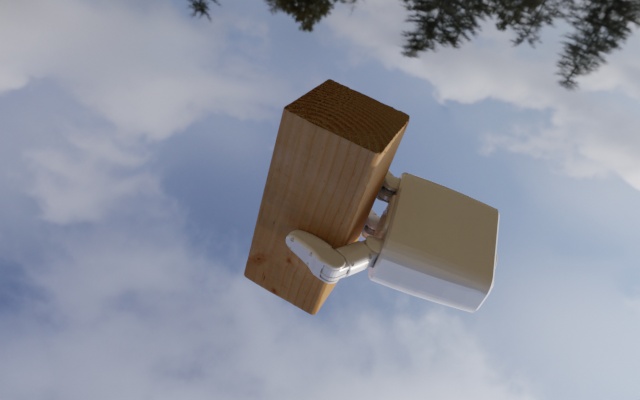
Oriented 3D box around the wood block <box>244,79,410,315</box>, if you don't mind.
[{"bbox_3d":[0.000,0.002,0.471,0.090,0.206,0.090,28,38,12],"label":"wood block"}]
